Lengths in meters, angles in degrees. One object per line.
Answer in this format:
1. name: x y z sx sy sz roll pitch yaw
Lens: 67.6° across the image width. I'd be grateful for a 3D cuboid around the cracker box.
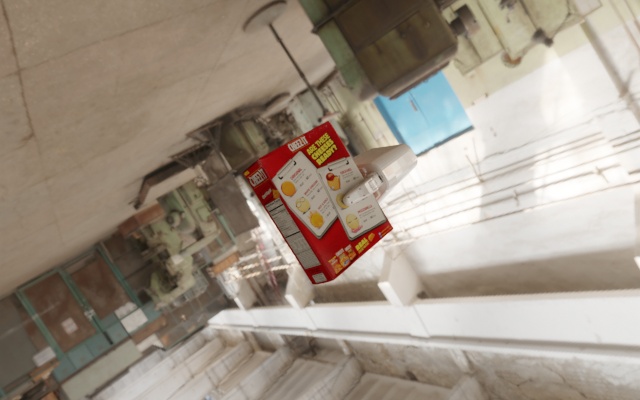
1. cracker box: 0.000 0.003 0.772 0.164 0.214 0.072 -35 4 -38
